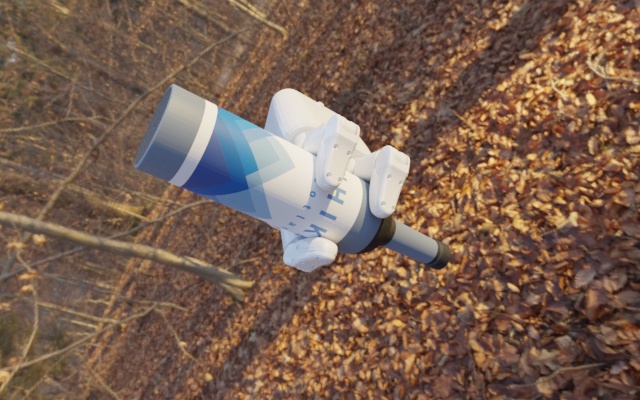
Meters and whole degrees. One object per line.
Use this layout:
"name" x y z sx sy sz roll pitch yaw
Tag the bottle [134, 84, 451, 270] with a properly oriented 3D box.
"bottle" 0.000 0.001 0.407 0.296 0.069 0.069 25 -12 -27
